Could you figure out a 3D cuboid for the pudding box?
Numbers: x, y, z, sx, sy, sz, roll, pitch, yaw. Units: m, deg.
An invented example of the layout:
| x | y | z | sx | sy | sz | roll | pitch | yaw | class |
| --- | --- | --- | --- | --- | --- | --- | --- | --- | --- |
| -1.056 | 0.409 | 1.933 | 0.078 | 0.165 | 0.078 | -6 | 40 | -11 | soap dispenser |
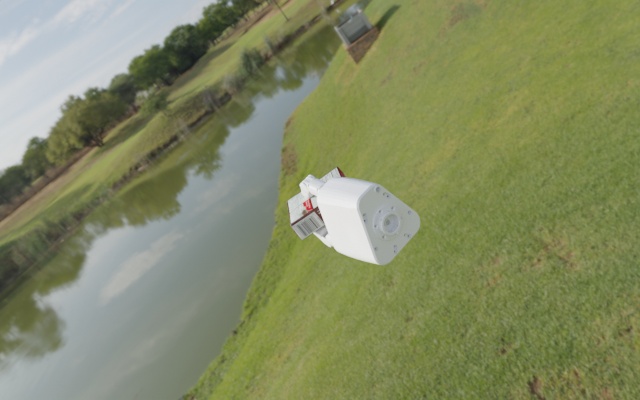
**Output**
| x | y | z | sx | sy | sz | roll | pitch | yaw | class |
| --- | --- | --- | --- | --- | --- | --- | --- | --- | --- |
| 0.000 | 0.002 | 0.791 | 0.113 | 0.039 | 0.090 | -33 | 25 | 8 | pudding box |
